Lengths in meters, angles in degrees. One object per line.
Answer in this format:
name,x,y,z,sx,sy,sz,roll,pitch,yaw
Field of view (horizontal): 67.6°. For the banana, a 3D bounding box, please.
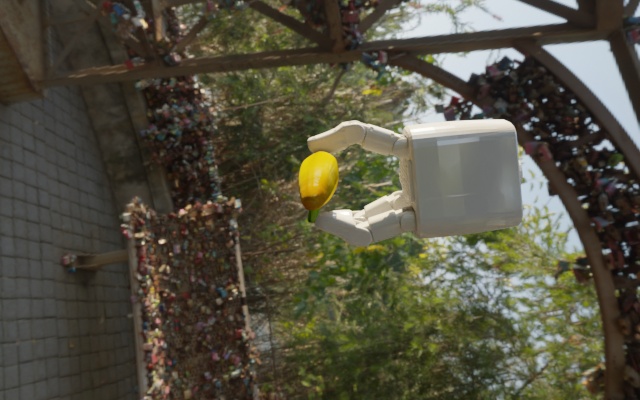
banana,0.000,-0.017,0.490,0.037,0.069,0.198,1,-6,2
